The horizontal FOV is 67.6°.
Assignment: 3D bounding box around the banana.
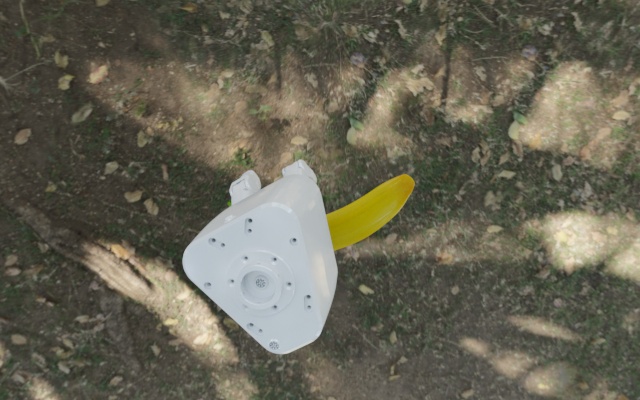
[{"bbox_3d":[-0.001,0.021,0.484,0.198,0.069,0.037,-7,2,10],"label":"banana"}]
